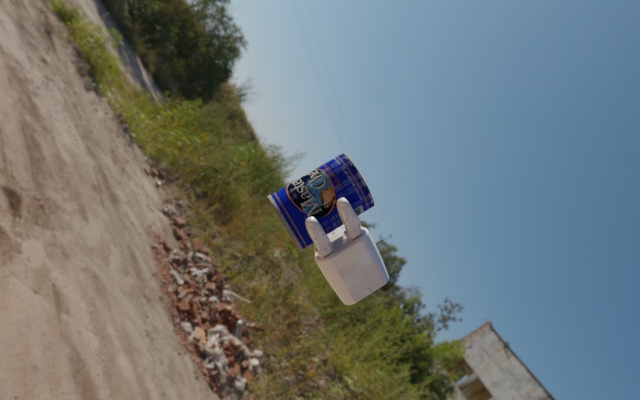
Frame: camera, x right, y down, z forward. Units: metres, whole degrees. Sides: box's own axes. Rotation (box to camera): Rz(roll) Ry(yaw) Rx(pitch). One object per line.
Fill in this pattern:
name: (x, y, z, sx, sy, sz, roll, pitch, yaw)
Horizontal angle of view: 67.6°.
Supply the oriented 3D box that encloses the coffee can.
coffee can: (0.000, 0.002, 0.768, 0.140, 0.103, 0.103, -31, 3, -5)
